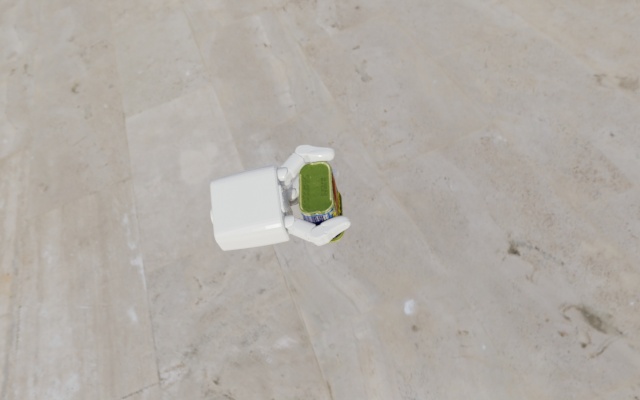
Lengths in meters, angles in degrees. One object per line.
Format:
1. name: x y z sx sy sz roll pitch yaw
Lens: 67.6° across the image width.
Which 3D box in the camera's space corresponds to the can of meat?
1. can of meat: 0.000 0.002 0.735 0.057 0.102 0.084 -9 -36 8
